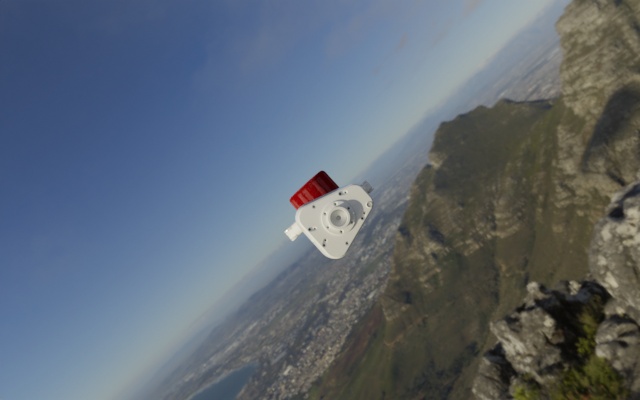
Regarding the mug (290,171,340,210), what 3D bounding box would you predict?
[{"bbox_3d":[0.000,0.003,0.844,0.093,0.081,0.117,-42,0,-4],"label":"mug"}]
